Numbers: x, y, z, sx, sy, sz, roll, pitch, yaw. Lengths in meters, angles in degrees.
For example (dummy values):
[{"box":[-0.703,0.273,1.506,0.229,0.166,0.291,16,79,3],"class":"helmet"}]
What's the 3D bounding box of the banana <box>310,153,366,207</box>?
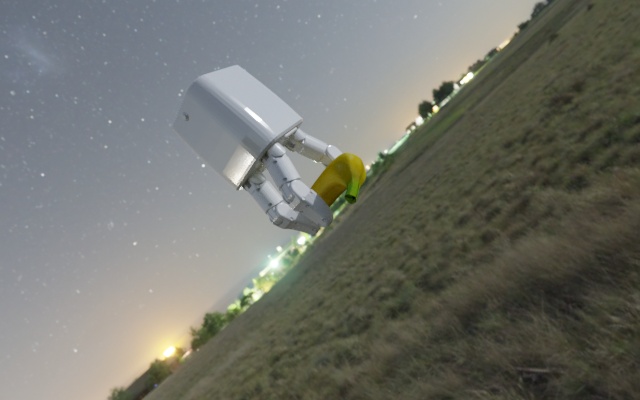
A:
[{"box":[0.011,-0.013,0.555,0.037,0.069,0.198,36,-19,-5],"class":"banana"}]
